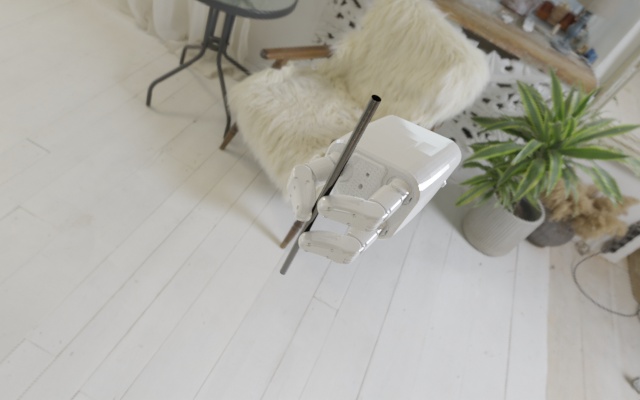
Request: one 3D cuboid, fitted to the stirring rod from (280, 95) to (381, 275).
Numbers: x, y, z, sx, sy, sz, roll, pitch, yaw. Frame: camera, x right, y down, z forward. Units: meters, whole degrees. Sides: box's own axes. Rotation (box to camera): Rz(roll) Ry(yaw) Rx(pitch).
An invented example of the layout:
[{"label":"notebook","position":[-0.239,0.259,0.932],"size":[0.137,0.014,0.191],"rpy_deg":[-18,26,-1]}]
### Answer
[{"label":"stirring rod","position":[0.000,0.001,0.430],"size":[0.011,0.011,0.240],"rpy_deg":[0,-39,-25]}]
